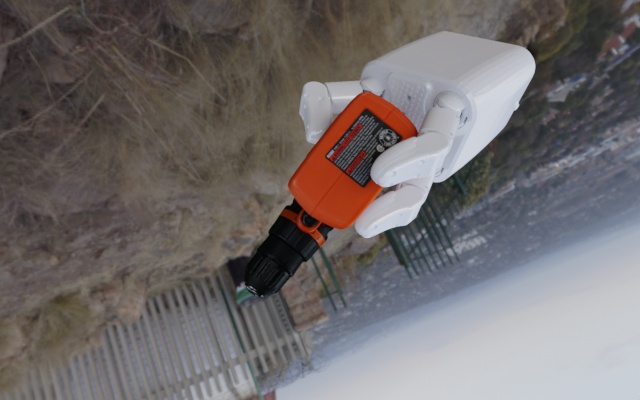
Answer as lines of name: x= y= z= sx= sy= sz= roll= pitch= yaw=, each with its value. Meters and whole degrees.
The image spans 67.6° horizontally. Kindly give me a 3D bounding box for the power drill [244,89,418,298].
power drill: x=0.000 y=0.001 z=0.410 sx=0.057 sy=0.184 sz=0.188 roll=37 pitch=-17 yaw=-1
